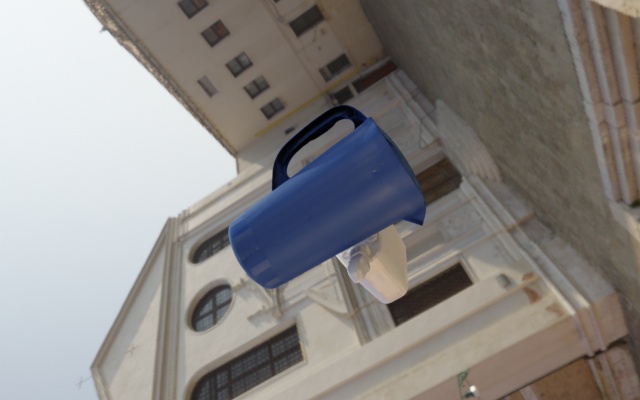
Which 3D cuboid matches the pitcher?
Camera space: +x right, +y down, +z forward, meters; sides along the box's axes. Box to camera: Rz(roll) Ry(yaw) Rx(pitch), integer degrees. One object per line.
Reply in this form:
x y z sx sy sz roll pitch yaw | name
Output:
0.000 0.002 0.621 0.243 0.145 0.149 -33 37 10 | pitcher
